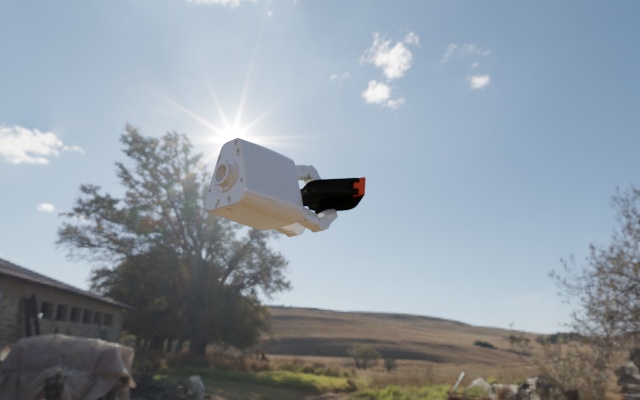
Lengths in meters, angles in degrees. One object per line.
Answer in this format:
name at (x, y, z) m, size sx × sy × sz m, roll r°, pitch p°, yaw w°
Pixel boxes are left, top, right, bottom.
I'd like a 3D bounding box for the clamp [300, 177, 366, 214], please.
clamp at (0.000, 0.002, 0.781) m, size 0.210 × 0.036 × 0.164 m, roll -13°, pitch -26°, yaw 40°
